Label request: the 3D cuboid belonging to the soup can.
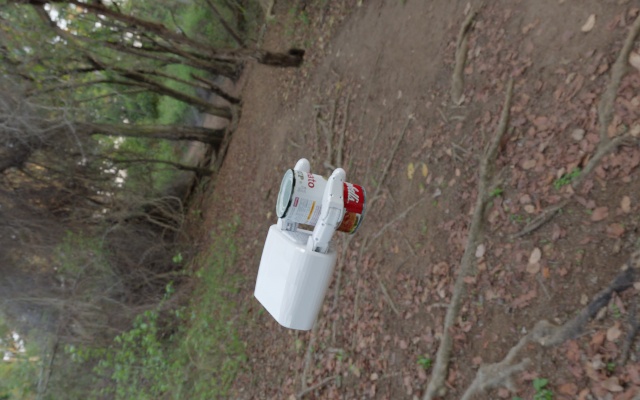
[{"bbox_3d":[0.000,0.002,0.630,0.102,0.068,0.068,13,-4,-18],"label":"soup can"}]
